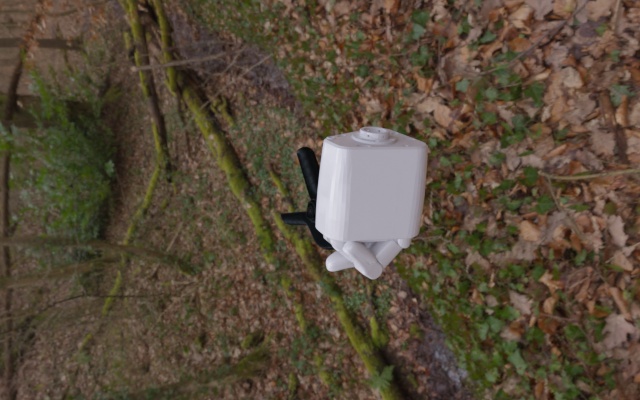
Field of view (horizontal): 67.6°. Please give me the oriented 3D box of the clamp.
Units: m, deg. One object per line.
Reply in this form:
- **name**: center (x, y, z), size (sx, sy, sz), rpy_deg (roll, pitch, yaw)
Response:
- **clamp**: center (0.000, 0.002, 0.637), size (0.039, 0.120, 0.171), rpy_deg (-8, 24, -33)
